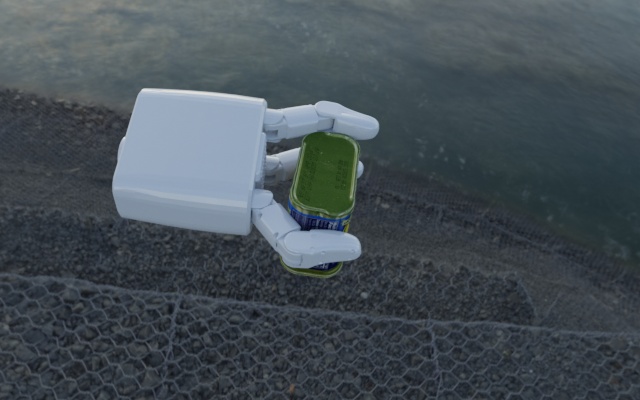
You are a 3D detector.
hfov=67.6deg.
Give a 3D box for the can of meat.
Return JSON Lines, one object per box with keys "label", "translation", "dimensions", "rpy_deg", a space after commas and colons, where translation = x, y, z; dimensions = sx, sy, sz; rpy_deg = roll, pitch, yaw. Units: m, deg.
{"label": "can of meat", "translation": [0.000, 0.001, 0.419], "dimensions": [0.057, 0.102, 0.084], "rpy_deg": [10, -42, -1]}
